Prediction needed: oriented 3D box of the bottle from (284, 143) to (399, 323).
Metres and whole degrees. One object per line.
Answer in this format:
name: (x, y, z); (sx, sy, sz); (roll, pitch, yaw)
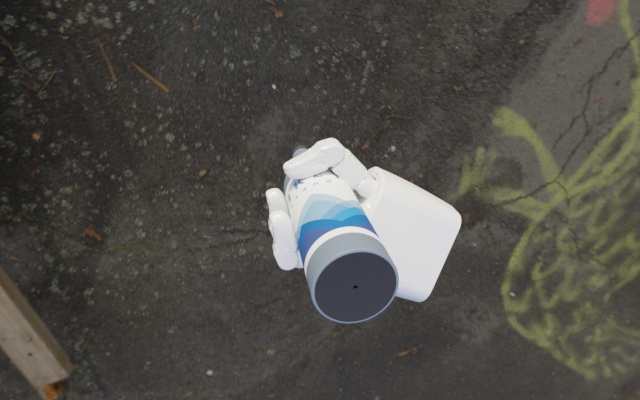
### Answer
bottle: (0.000, 0.002, 0.479); (0.069, 0.069, 0.295); (0, 25, -11)
